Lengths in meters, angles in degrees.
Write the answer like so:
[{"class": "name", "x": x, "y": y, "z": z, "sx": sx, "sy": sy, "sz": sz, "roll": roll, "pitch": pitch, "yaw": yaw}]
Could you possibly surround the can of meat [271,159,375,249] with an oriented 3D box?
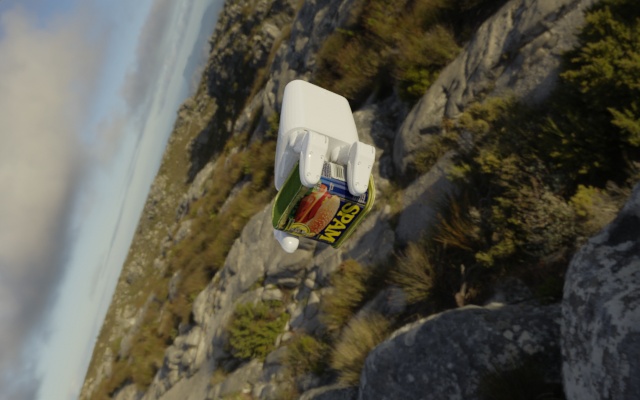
[{"class": "can of meat", "x": 0.000, "y": 0.002, "z": 0.547, "sx": 0.084, "sy": 0.057, "sz": 0.102, "roll": 17, "pitch": -47, "yaw": -20}]
